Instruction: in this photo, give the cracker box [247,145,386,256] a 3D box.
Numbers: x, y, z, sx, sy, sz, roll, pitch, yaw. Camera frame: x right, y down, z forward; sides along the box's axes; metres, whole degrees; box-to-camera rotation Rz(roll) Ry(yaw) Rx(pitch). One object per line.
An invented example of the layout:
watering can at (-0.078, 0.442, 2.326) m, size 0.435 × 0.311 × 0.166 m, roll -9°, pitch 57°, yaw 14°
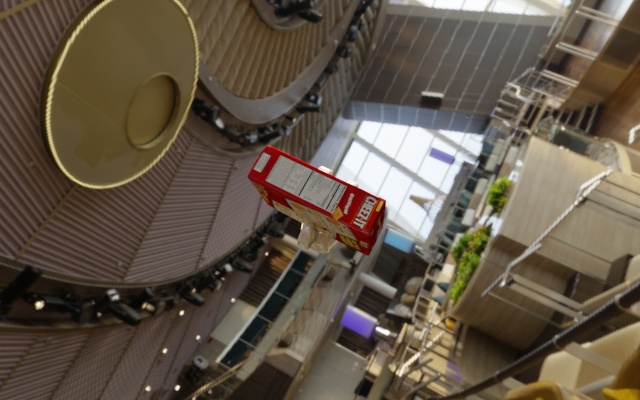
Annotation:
cracker box at (0.000, 0.003, 0.801) m, size 0.213 × 0.072 × 0.164 m, roll 25°, pitch -13°, yaw 12°
